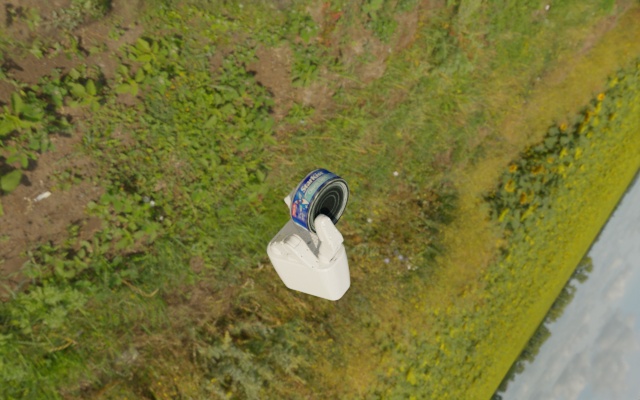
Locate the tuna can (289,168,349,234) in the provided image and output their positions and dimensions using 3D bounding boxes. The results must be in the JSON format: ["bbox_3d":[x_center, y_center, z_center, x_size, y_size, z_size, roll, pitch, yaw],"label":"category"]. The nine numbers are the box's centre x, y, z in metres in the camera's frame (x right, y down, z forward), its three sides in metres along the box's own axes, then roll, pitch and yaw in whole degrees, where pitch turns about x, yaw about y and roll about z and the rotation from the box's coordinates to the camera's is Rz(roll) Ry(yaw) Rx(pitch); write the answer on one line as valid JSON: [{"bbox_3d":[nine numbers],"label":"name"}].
[{"bbox_3d":[0.001,0.002,0.643,0.033,0.086,0.086,30,17,33],"label":"tuna can"}]
